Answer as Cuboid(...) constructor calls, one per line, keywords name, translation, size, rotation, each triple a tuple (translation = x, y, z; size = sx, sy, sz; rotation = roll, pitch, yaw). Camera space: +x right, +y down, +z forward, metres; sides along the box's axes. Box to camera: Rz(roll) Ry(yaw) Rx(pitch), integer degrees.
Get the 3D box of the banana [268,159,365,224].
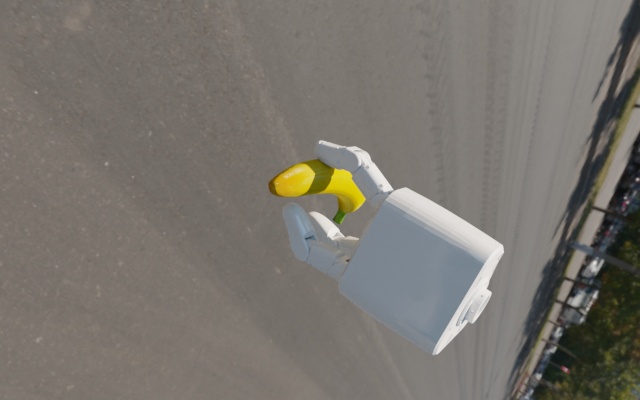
Cuboid(name="banana", translation=(0.012, -0.013, 0.530), size=(0.037, 0.069, 0.198), rotation=(36, 3, 26))
